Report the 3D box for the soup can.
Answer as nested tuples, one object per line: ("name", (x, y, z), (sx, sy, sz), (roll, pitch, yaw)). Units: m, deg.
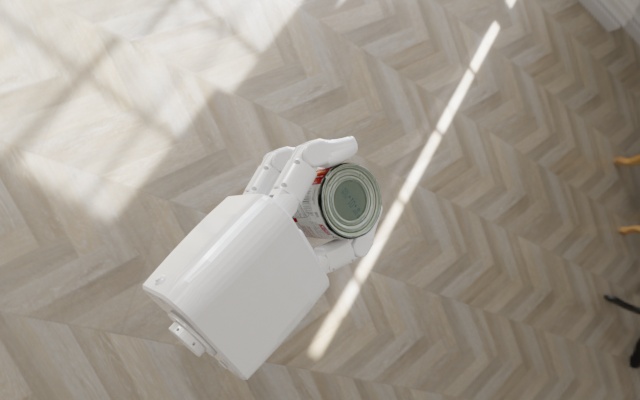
("soup can", (0.001, 0.001, 0.451), (0.068, 0.068, 0.102), (0, -2, -33))
